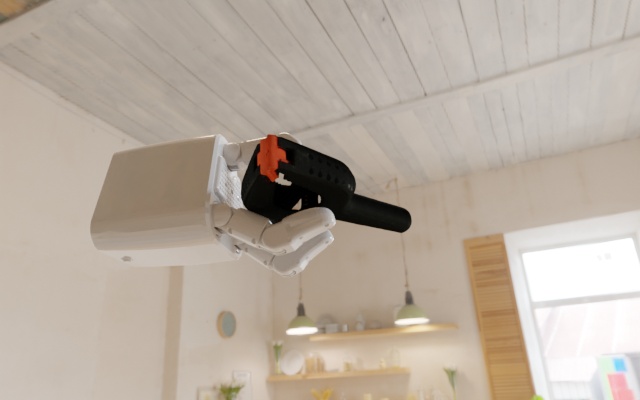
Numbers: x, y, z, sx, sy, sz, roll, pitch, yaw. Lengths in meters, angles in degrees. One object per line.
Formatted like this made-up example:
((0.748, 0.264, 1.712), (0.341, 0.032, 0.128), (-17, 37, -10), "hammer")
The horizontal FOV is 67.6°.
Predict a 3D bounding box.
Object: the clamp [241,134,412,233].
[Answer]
((0.000, 0.000, 0.421), (0.164, 0.036, 0.210), (-8, -22, 6), "clamp")
